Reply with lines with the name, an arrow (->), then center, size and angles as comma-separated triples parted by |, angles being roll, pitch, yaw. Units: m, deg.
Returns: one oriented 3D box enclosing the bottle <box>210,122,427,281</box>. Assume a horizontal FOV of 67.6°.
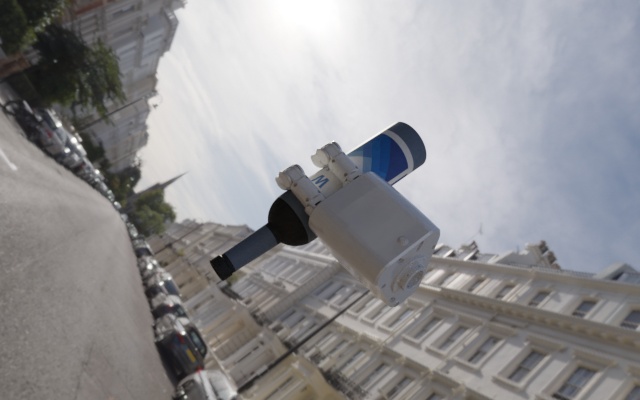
bottle -> 0.000, 0.002, 0.577 | 0.295, 0.069, 0.069 | -33, 13, -20
